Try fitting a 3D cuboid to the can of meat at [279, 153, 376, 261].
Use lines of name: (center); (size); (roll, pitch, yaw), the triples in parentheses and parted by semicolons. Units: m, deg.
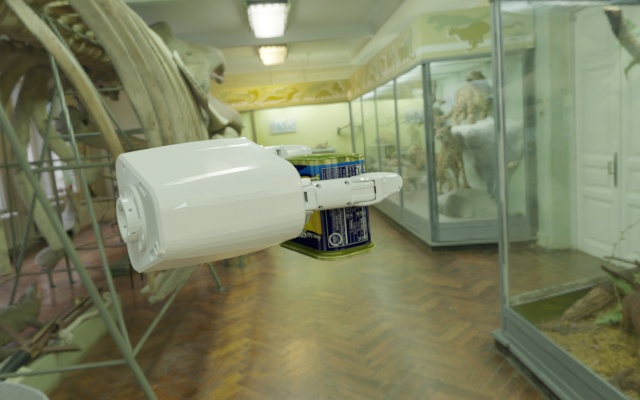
can of meat: (0.000, 0.001, 0.430); (0.057, 0.084, 0.102); (-10, 9, -30)
